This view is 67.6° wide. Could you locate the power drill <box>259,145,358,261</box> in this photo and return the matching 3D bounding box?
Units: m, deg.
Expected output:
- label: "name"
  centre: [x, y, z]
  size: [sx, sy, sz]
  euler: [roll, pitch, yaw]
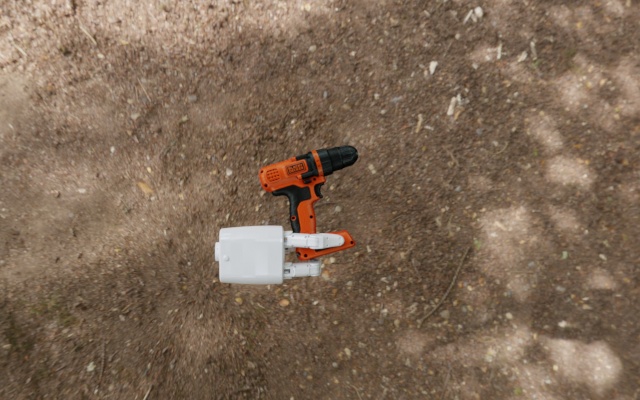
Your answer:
- label: "power drill"
  centre: [0.000, 0.003, 0.855]
  size: [0.184, 0.187, 0.057]
  euler: [-17, -9, -4]
